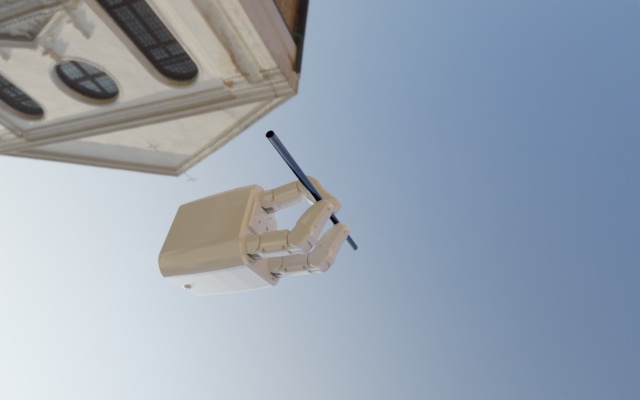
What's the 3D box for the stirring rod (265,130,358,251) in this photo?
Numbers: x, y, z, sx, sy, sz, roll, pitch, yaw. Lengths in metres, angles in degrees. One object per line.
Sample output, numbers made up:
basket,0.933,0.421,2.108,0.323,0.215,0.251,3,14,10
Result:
stirring rod,0.000,0.002,0.495,0.011,0.011,0.240,0,-28,24
